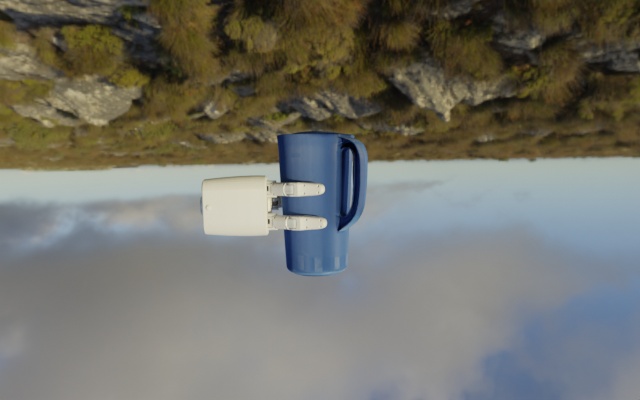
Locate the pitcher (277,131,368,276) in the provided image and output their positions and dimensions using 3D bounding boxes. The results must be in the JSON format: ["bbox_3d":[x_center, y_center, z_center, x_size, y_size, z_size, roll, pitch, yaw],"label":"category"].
[{"bbox_3d":[0.000,0.003,0.820,0.145,0.243,0.149,-1,5,-3],"label":"pitcher"}]
